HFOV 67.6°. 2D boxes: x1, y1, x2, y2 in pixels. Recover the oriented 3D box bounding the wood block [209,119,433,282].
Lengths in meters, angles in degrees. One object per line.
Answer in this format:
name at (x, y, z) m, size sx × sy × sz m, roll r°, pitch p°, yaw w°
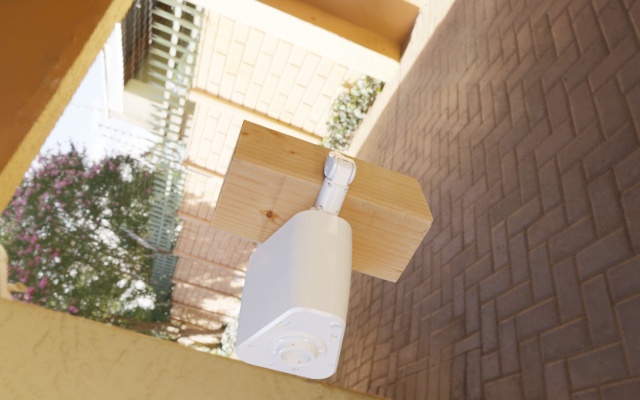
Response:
wood block at (0.000, 0.002, 0.508) m, size 0.206 × 0.091 × 0.090 m, roll 18°, pitch 29°, yaw -13°
